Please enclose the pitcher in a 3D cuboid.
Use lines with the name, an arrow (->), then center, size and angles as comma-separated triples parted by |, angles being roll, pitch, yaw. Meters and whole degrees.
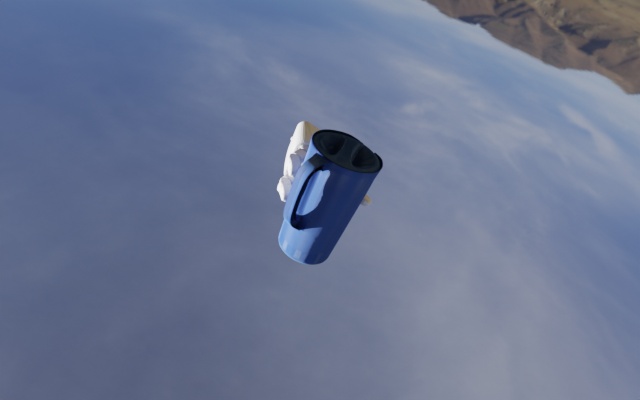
pitcher -> 0.000, 0.003, 0.878 | 0.149, 0.243, 0.145 | 15, 33, -14
